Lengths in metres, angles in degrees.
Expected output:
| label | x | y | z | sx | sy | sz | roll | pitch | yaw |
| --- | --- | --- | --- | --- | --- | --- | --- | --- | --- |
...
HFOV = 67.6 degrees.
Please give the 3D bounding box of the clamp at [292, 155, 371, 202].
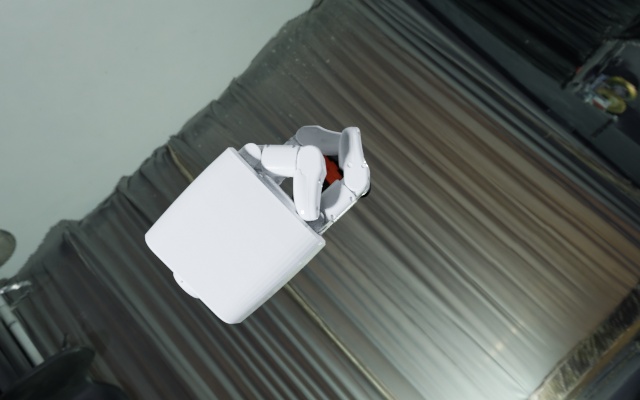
| label | x | y | z | sx | sy | sz | roll | pitch | yaw |
| --- | --- | --- | --- | --- | --- | --- | --- | --- | --- |
| clamp | 0.001 | 0.002 | 0.498 | 0.039 | 0.120 | 0.171 | 46 | -1 | 15 |
